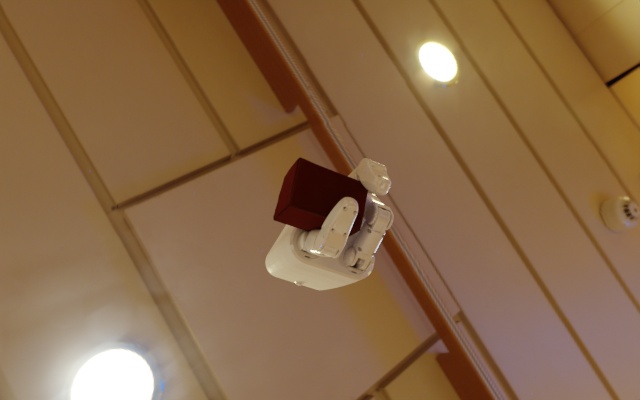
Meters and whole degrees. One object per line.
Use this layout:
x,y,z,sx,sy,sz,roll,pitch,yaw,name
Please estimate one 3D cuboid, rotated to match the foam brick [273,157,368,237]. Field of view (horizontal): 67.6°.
0.000,0.001,0.475,0.078,0.053,0.051,21,-25,-17,foam brick
